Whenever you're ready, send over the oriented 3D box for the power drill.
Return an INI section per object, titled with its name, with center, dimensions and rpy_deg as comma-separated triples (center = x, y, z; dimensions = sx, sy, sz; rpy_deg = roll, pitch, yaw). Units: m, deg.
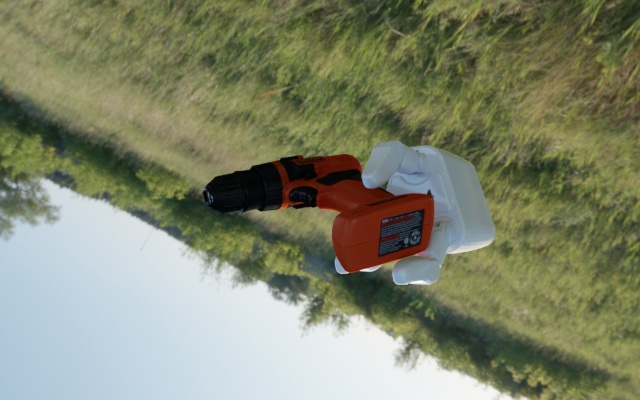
[power drill]
center = 0.001, 0.002, 0.464
dimensions = 0.184, 0.057, 0.187
rpy_deg = -13, 27, -30
